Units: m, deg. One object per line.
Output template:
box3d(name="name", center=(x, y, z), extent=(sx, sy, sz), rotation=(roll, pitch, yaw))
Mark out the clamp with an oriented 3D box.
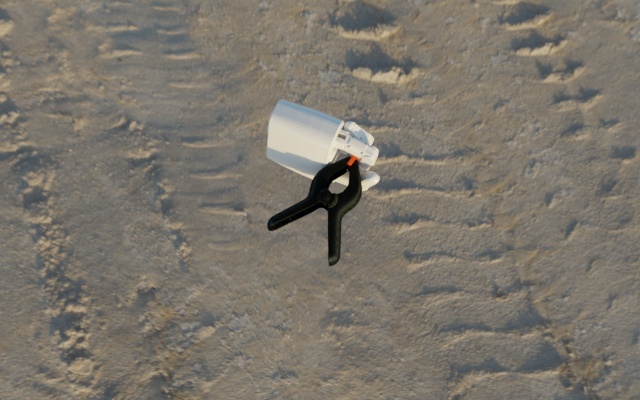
box3d(name="clamp", center=(0.000, 0.002, 0.719), extent=(0.120, 0.171, 0.039), rotation=(22, -20, 7))
